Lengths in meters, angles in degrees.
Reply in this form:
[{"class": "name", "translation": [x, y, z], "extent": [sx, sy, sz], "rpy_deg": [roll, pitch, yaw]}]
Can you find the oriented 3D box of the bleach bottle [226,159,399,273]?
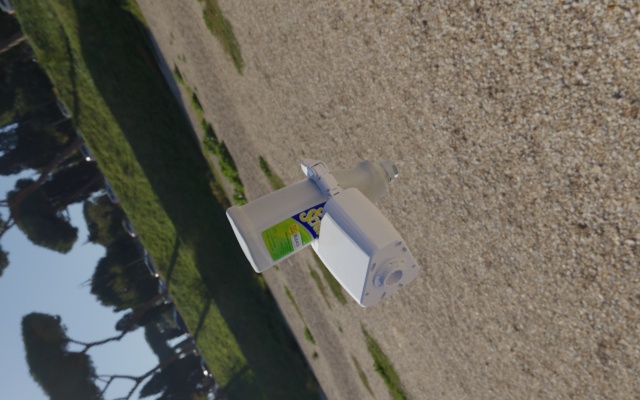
[{"class": "bleach bottle", "translation": [0.000, 0.002, 0.680], "extent": [0.251, 0.103, 0.068], "rpy_deg": [-28, 45, -14]}]
